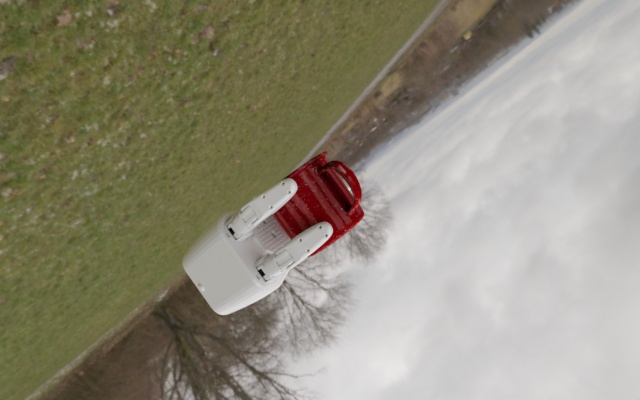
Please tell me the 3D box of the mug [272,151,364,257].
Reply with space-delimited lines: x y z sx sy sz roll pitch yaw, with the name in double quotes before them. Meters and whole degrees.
"mug" 0.001 0.001 0.505 0.117 0.081 0.093 -36 1 44
